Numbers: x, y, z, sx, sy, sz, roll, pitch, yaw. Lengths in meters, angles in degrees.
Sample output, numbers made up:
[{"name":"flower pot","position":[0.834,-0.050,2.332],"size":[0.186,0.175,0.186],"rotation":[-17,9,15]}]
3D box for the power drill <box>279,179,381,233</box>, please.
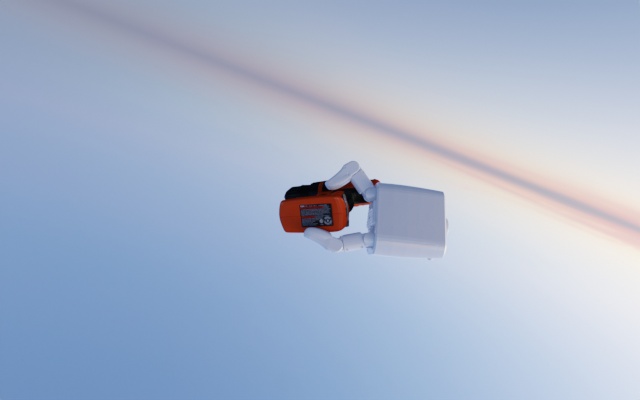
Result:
[{"name":"power drill","position":[0.000,0.003,0.797],"size":[0.184,0.057,0.187],"rotation":[-6,12,20]}]
